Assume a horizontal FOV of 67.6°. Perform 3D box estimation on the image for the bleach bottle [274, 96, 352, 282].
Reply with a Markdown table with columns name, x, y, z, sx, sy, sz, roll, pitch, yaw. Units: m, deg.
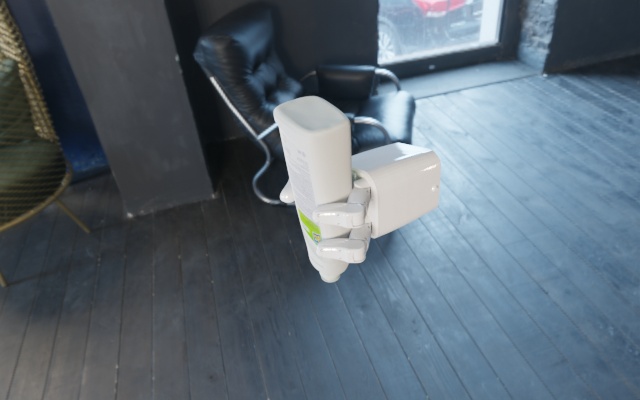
| name | x | y | z | sx | sy | sz | roll | pitch | yaw |
| --- | --- | --- | --- | --- | --- | --- | --- | --- | --- |
| bleach bottle | 0.000 | 0.002 | 0.614 | 0.068 | 0.251 | 0.102 | -21 | 39 | -20 |
